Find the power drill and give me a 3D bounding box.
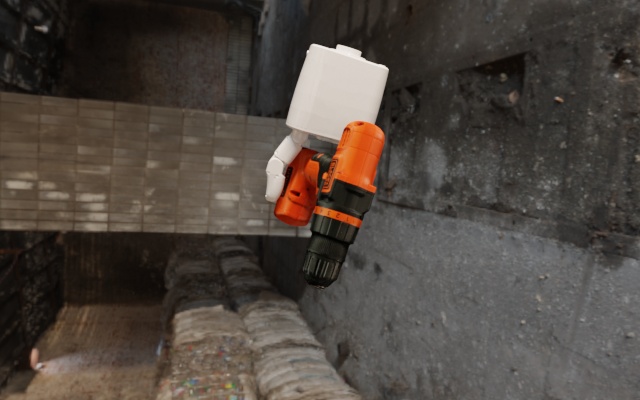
[{"bbox_3d":[0.000,0.002,0.574,0.057,0.184,0.187,22,-5,-22],"label":"power drill"}]
